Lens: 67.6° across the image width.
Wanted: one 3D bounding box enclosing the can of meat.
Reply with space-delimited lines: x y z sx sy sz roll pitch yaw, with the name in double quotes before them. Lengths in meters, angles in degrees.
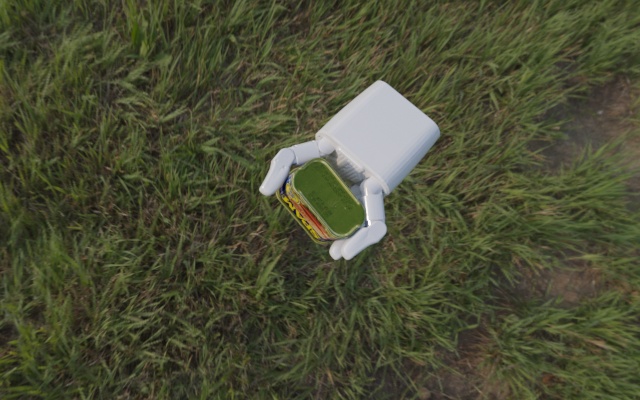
"can of meat" 0.000 0.002 0.572 0.057 0.102 0.084 -41 5 -16
